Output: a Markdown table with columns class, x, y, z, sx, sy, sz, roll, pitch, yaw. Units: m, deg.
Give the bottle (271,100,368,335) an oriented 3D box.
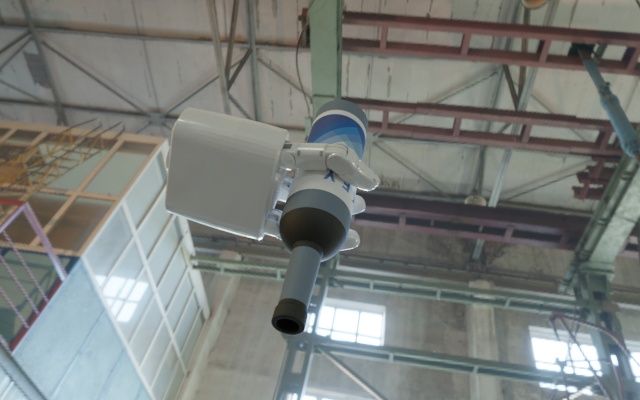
| class | x | y | z | sx | sy | sz | roll | pitch | yaw |
| --- | --- | --- | --- | --- | --- | --- | --- | --- | --- |
| bottle | 0.000 | 0.001 | 0.483 | 0.069 | 0.069 | 0.295 | 0 | 41 | 14 |
